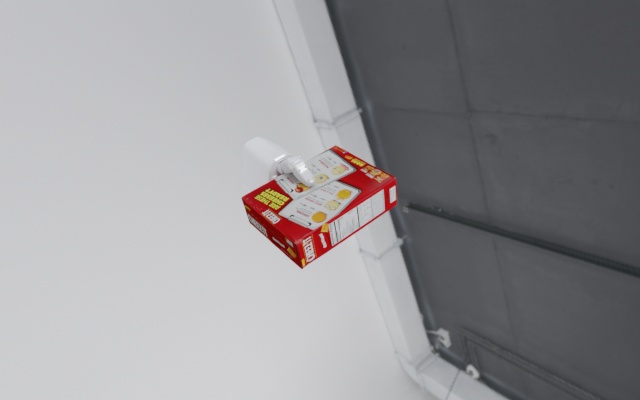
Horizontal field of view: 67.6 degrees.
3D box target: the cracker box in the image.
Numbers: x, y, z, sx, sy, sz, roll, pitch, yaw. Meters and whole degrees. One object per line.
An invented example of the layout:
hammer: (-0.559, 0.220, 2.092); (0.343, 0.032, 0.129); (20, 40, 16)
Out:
cracker box: (0.000, 0.002, 0.823); (0.213, 0.072, 0.164); (-32, 43, -23)
